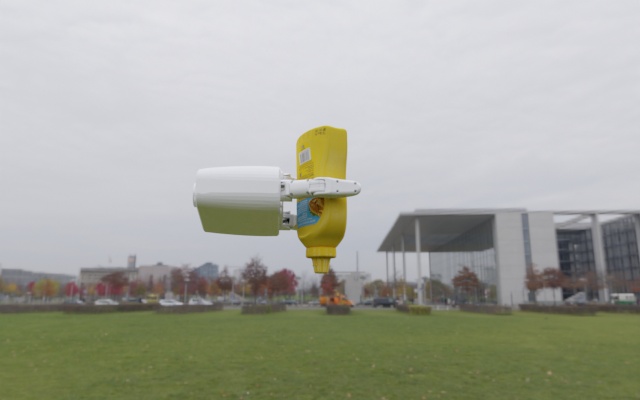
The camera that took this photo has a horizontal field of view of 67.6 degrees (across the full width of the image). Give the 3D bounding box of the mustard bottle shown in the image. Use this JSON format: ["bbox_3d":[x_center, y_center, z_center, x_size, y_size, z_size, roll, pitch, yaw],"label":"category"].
[{"bbox_3d":[0.000,0.002,0.647,0.058,0.191,0.096,7,-13,-30],"label":"mustard bottle"}]
